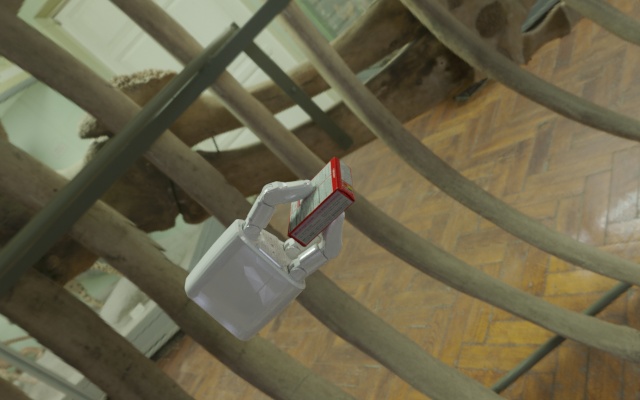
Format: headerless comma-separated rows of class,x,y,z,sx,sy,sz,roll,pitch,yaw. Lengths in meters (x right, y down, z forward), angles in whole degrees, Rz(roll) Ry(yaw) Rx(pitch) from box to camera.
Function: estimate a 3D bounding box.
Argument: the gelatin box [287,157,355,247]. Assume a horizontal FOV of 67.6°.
gelatin box,0.000,0.001,0.565,0.030,0.089,0.073,35,26,-21
